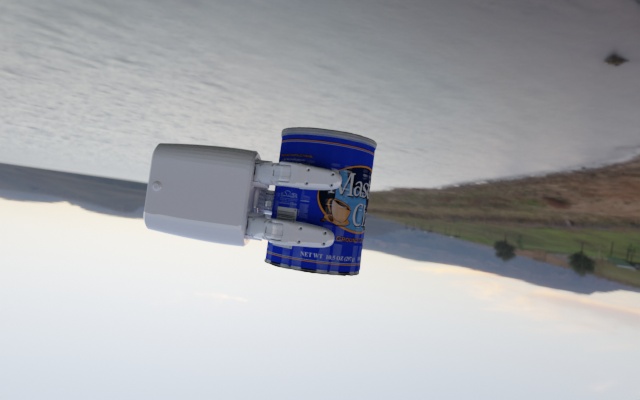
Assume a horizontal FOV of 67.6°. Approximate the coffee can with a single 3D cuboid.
[{"bbox_3d":[0.000,0.002,0.509,0.103,0.140,0.103,8,-1,0],"label":"coffee can"}]
